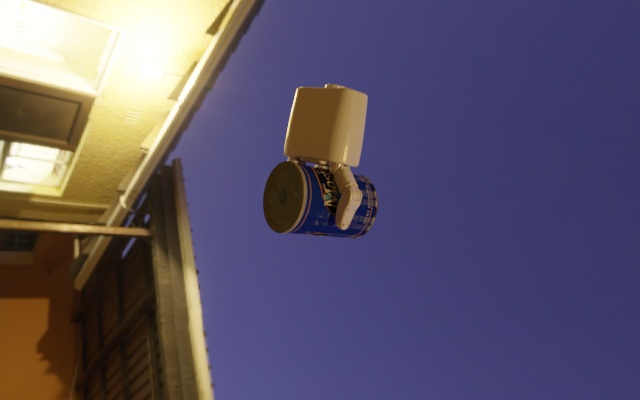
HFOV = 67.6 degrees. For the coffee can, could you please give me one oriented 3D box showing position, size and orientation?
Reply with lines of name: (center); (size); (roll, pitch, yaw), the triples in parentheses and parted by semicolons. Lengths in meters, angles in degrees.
coffee can: (0.000, 0.003, 0.714); (0.140, 0.103, 0.103); (8, -5, -38)
